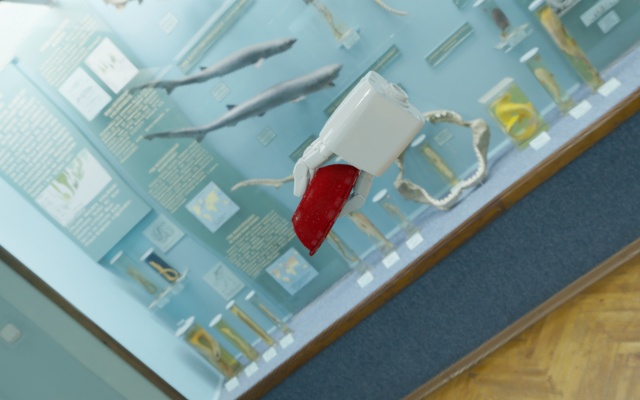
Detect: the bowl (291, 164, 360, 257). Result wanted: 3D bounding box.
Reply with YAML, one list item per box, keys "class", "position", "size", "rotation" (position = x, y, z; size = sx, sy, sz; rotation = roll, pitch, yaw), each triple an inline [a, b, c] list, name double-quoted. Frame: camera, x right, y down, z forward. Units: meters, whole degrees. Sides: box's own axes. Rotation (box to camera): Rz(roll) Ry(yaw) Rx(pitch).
- class: "bowl"
  position: [-0.001, 0.003, 0.732]
  size: [0.055, 0.162, 0.162]
  rotation: [28, -2, -3]
